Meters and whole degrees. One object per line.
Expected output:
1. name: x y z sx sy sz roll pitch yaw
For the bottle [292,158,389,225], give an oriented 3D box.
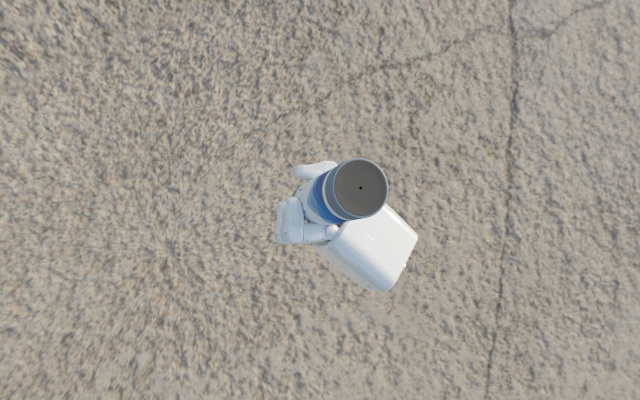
1. bottle: 0.000 0.002 0.655 0.069 0.069 0.296 0 -6 -17
